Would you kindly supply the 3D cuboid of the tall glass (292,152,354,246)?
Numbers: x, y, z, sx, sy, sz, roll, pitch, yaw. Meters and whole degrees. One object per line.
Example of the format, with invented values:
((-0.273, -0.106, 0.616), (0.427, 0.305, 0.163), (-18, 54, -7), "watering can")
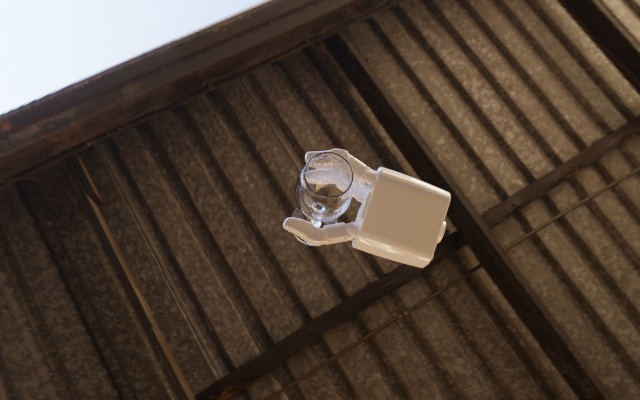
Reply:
((0.000, 0.002, 0.676), (0.079, 0.079, 0.201), (0, -20, -6), "tall glass")
